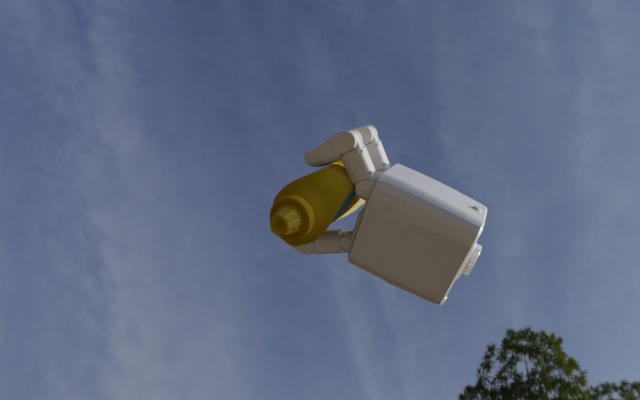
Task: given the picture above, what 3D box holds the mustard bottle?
[{"bbox_3d":[0.000,0.001,0.495,0.096,0.058,0.191,-43,-5,25],"label":"mustard bottle"}]
